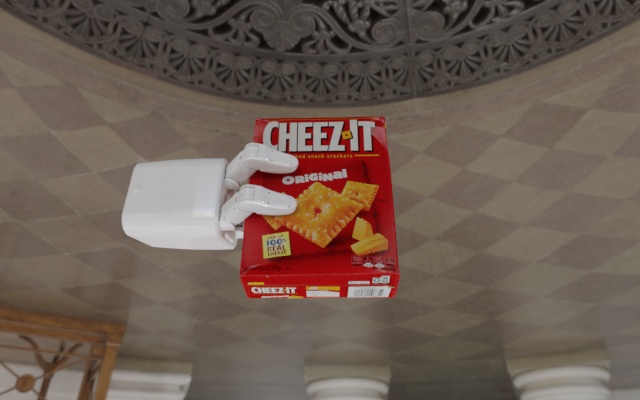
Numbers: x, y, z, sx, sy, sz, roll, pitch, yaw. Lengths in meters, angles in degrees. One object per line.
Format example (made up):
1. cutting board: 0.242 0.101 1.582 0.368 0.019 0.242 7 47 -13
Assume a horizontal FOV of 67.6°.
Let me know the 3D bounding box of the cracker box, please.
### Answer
1. cracker box: 0.000 0.002 0.551 0.164 0.213 0.072 0 -32 1
